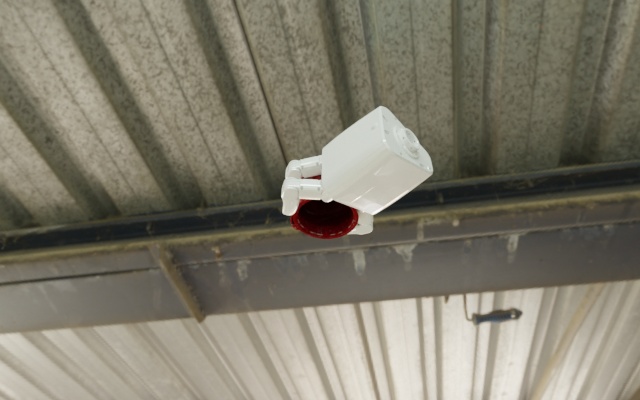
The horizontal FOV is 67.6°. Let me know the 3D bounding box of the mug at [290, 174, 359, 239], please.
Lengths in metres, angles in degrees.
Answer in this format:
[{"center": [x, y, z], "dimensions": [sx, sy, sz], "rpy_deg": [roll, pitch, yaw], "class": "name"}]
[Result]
[{"center": [-0.001, 0.003, 0.708], "dimensions": [0.093, 0.081, 0.117], "rpy_deg": [34, -52, -29], "class": "mug"}]
